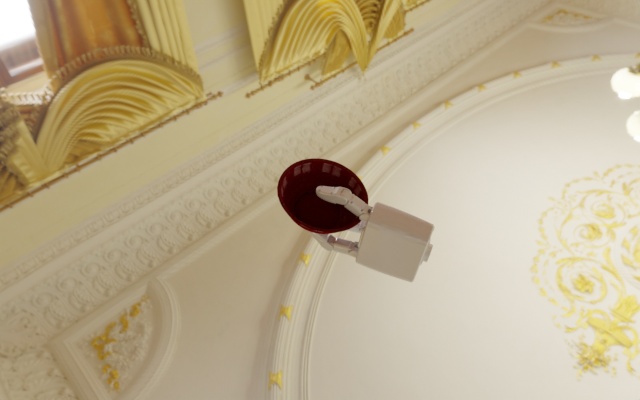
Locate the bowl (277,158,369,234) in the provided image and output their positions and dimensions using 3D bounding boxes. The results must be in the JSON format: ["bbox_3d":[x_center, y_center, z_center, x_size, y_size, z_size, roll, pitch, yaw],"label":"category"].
[{"bbox_3d":[-0.001,0.002,0.843,0.162,0.162,0.055,0,-36,-15],"label":"bowl"}]
